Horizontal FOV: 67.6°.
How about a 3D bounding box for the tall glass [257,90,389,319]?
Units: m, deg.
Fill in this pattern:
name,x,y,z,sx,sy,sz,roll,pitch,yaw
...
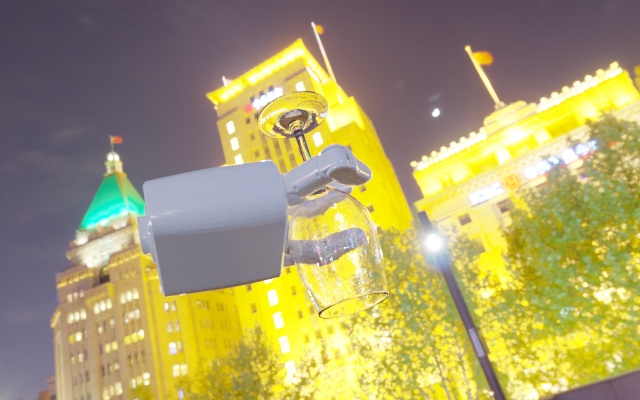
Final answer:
name,x,y,z,sx,sy,sz,roll,pitch,yaw
tall glass,0.000,0.001,0.435,0.079,0.201,0.079,-15,-25,-7
